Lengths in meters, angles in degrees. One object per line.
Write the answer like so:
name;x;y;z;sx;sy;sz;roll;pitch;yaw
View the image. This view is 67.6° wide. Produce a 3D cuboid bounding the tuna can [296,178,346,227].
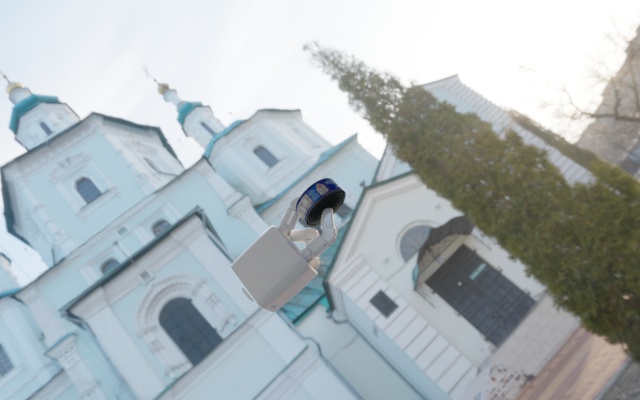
tuna can;0.000;0.002;0.816;0.033;0.086;0.086;48;24;24
